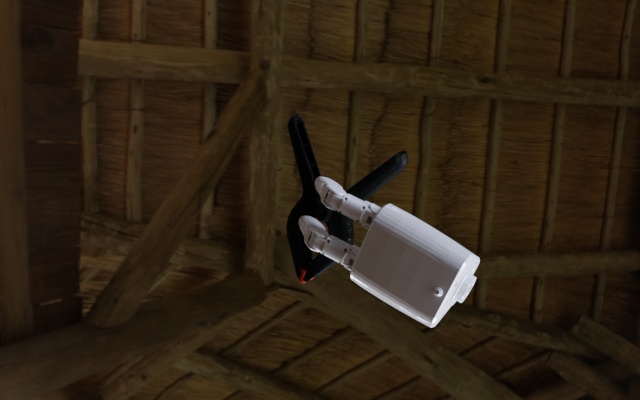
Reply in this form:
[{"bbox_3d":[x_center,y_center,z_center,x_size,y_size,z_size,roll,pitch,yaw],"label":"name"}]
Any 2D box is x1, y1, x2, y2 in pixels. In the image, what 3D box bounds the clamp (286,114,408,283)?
[{"bbox_3d":[0.000,0.002,0.606,0.164,0.210,0.036,30,20,24],"label":"clamp"}]
